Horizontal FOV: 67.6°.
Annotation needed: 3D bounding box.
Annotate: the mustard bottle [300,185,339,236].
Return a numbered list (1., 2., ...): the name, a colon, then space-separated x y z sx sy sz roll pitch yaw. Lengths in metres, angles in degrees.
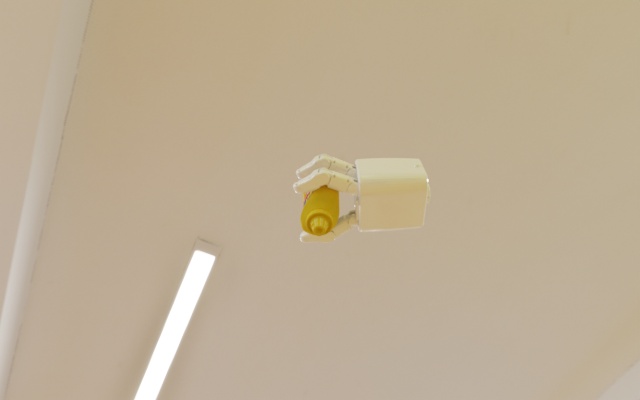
1. mustard bottle: 0.000 0.002 0.779 0.058 0.096 0.191 20 25 -9
